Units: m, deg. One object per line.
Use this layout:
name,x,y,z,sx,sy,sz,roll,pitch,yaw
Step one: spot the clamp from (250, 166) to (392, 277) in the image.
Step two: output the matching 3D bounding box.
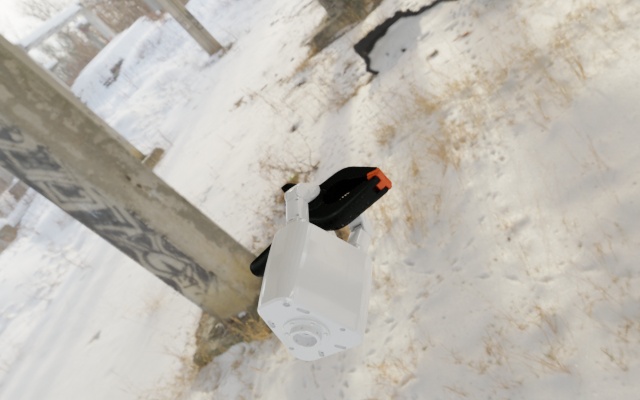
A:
clamp,0.000,0.001,0.624,0.210,0.164,0.036,-29,-58,31
